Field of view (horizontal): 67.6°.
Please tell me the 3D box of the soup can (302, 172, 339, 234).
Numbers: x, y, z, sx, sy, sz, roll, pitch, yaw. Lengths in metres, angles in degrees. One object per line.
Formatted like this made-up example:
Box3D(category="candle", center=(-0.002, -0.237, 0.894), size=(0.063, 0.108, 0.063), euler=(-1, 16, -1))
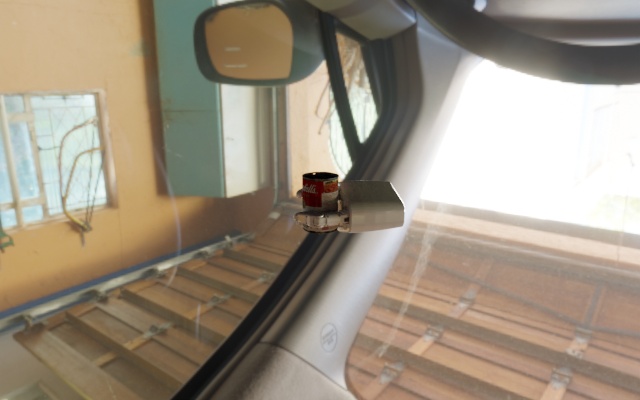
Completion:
Box3D(category="soup can", center=(0.000, 0.003, 0.881), size=(0.068, 0.102, 0.068), euler=(0, 15, 0))
